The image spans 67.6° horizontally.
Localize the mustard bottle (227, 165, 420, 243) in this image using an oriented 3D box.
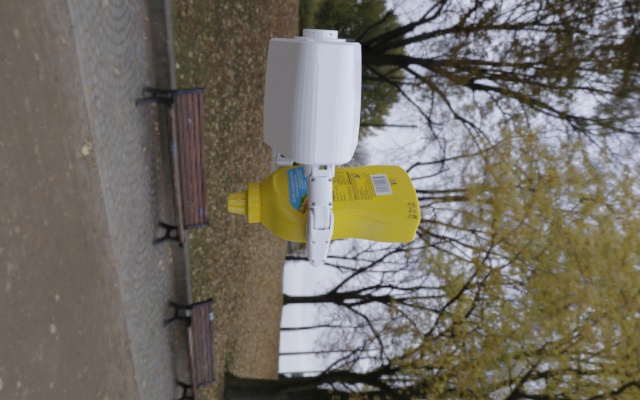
[{"bbox_3d":[0.000,0.002,0.499,0.191,0.058,0.096,0,43,-9],"label":"mustard bottle"}]
